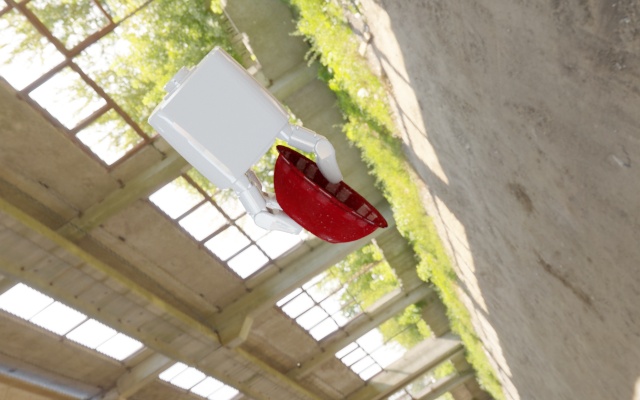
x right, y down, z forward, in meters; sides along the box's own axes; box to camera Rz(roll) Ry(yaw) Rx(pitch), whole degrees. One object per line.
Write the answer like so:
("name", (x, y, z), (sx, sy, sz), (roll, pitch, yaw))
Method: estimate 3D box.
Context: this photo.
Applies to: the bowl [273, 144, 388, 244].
("bowl", (0.001, 0.003, 0.568), (0.162, 0.055, 0.162), (34, 10, -7))
